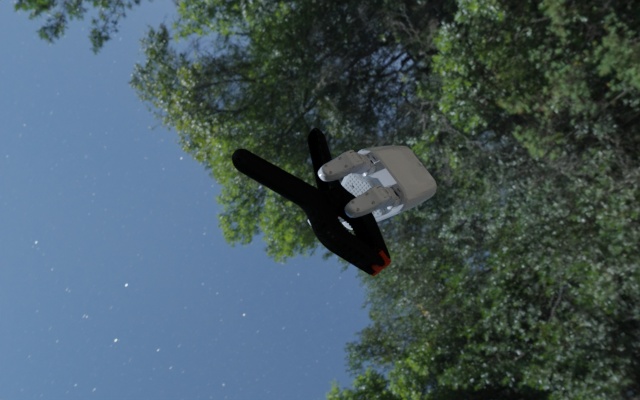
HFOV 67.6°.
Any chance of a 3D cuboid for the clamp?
[{"bbox_3d":[0.000,0.003,0.564,0.164,0.210,0.036,-17,-23,-49],"label":"clamp"}]
